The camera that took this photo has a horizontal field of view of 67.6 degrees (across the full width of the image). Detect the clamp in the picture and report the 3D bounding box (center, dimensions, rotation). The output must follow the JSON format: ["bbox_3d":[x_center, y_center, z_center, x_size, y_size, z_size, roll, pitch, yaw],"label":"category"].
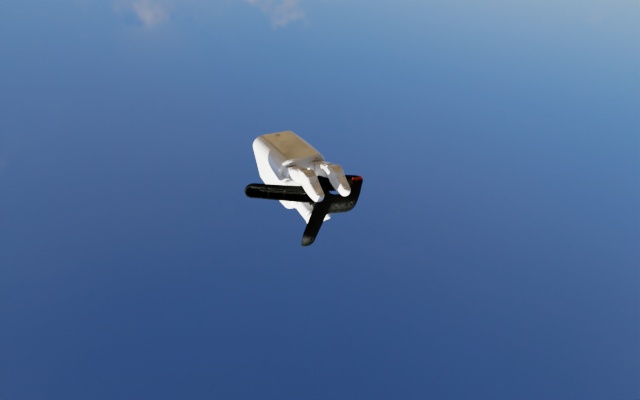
[{"bbox_3d":[0.000,0.003,0.807,0.210,0.036,0.164,-15,43,-32],"label":"clamp"}]
